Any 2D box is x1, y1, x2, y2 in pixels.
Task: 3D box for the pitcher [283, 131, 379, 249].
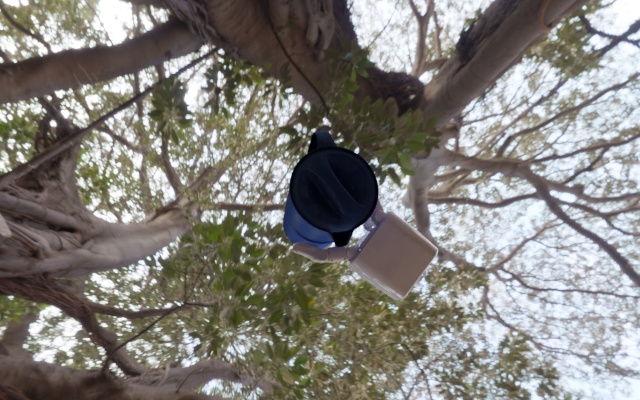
[{"bbox_3d":[0.000,0.003,0.805,0.145,0.149,0.243,36,-19,1],"label":"pitcher"}]
